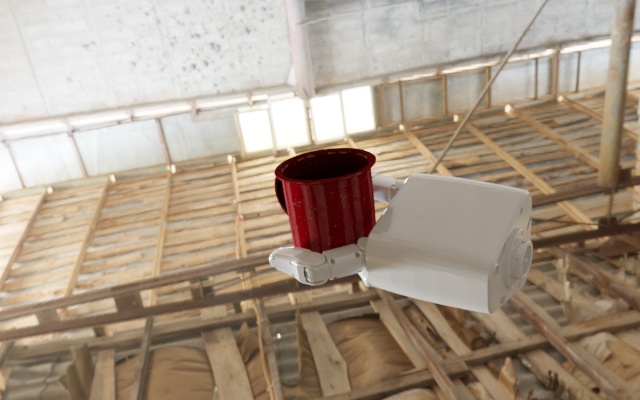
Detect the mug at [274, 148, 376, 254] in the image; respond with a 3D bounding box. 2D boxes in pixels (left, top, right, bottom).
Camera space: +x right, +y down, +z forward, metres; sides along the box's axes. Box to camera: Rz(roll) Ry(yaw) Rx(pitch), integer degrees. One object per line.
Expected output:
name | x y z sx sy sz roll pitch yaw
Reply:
mug | -0.001 0.002 0.455 0.117 0.081 0.093 10 29 38
